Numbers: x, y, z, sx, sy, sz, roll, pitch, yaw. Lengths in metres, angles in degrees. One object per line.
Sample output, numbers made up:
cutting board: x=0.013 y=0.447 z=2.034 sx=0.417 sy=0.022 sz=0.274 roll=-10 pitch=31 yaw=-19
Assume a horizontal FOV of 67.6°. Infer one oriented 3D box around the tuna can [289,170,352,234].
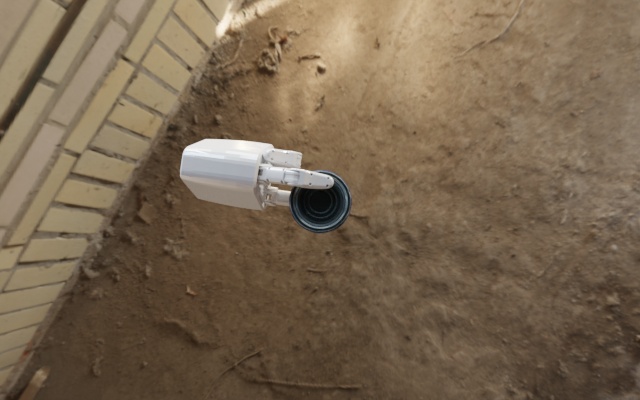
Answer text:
tuna can: x=0.000 y=0.002 z=0.651 sx=0.086 sy=0.086 sz=0.034 roll=0 pitch=-4 yaw=1
